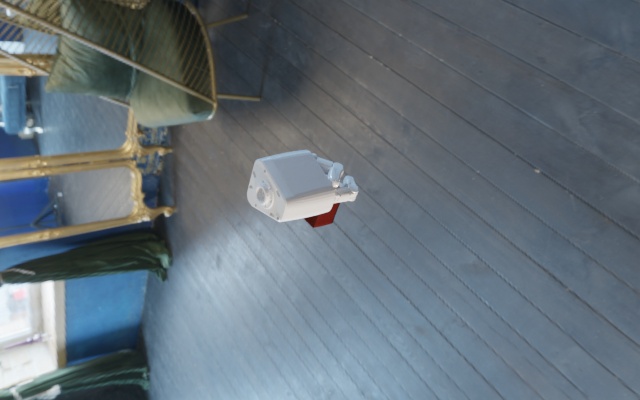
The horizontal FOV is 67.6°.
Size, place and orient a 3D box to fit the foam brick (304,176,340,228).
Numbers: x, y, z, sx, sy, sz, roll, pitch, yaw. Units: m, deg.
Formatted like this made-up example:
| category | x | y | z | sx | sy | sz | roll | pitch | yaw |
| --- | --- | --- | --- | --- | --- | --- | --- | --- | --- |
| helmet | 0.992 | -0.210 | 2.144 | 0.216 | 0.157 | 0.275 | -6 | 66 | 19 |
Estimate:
| category | x | y | z | sx | sy | sz | roll | pitch | yaw |
| --- | --- | --- | --- | --- | --- | --- | --- | --- | --- |
| foam brick | 0.000 | 0.003 | 0.885 | 0.051 | 0.078 | 0.053 | -14 | 46 | -41 |
